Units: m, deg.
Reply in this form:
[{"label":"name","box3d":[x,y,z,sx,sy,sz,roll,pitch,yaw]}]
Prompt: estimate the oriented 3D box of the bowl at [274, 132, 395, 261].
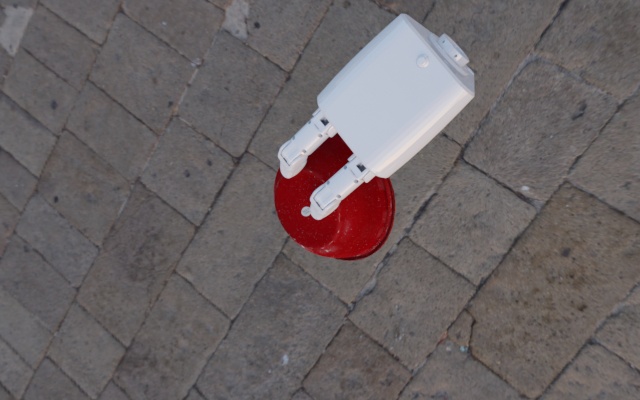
[{"label":"bowl","box3d":[-0.001,0.003,0.534,0.162,0.162,0.055,0,17,39]}]
